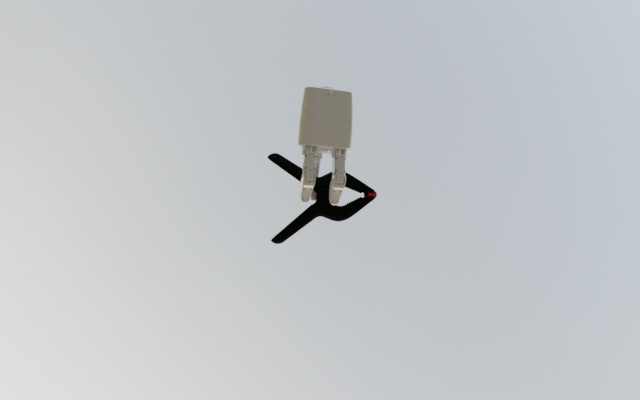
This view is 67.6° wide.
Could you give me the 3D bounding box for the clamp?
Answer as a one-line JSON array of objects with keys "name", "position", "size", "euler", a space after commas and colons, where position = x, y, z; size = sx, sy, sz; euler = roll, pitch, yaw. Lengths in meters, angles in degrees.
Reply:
[{"name": "clamp", "position": [0.000, 0.003, 0.890], "size": [0.210, 0.164, 0.036], "euler": [4, 1, -13]}]
